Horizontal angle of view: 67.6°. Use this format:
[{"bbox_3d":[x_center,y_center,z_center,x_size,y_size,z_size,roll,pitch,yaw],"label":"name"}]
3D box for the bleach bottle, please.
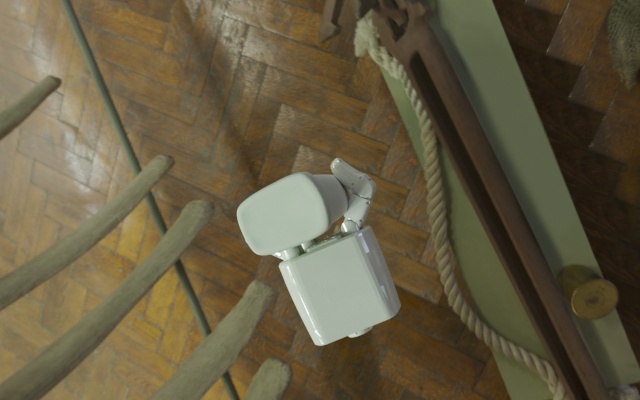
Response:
[{"bbox_3d":[0.000,0.002,0.588,0.102,0.068,0.251,-24,-2,20],"label":"bleach bottle"}]
